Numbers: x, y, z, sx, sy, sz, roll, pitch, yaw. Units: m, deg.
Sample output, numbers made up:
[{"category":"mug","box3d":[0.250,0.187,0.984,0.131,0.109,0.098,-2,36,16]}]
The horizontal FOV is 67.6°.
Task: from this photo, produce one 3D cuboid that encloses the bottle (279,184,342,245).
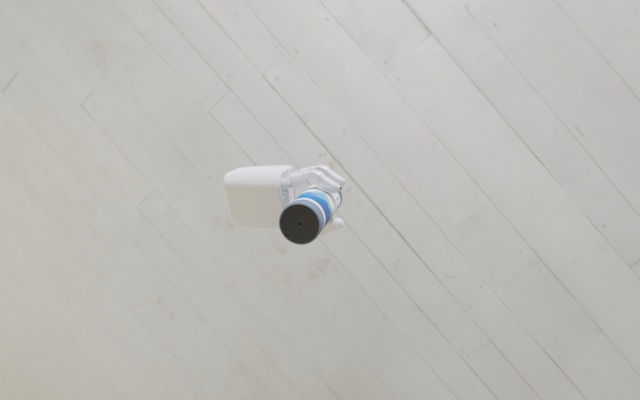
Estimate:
[{"category":"bottle","box3d":[0.000,0.003,0.860,0.069,0.069,0.295,0,13,13]}]
